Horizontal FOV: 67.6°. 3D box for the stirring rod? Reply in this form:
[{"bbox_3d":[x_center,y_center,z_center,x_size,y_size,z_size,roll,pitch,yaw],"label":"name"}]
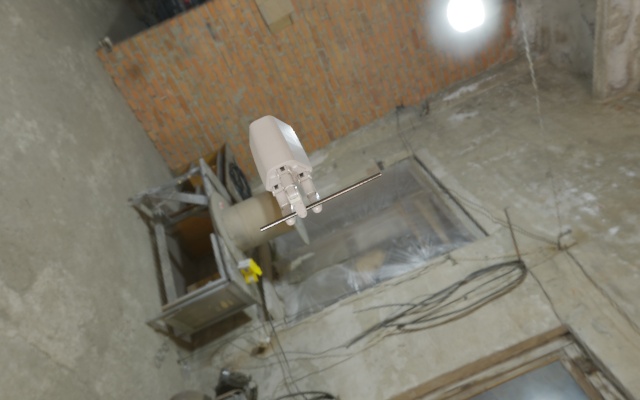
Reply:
[{"bbox_3d":[0.000,0.003,0.869,0.239,0.011,0.011,-25,-1,1],"label":"stirring rod"}]
